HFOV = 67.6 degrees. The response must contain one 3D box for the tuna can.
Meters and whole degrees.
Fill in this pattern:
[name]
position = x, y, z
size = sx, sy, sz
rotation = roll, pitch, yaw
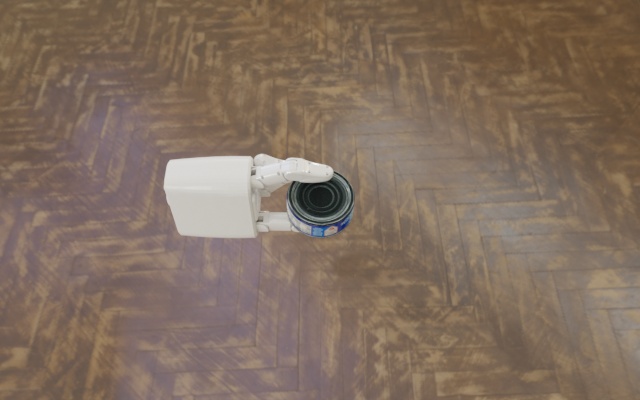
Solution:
[tuna can]
position = 0.000, 0.002, 0.598
size = 0.086, 0.086, 0.034
rotation = 0, -31, -3
